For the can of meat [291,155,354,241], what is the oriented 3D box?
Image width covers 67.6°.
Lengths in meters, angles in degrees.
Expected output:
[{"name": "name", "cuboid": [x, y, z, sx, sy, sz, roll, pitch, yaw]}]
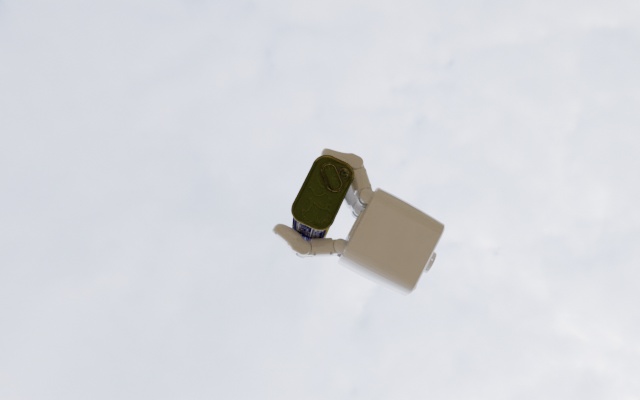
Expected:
[{"name": "can of meat", "cuboid": [0.000, 0.002, 0.649, 0.057, 0.102, 0.084, 24, -20, 4]}]
